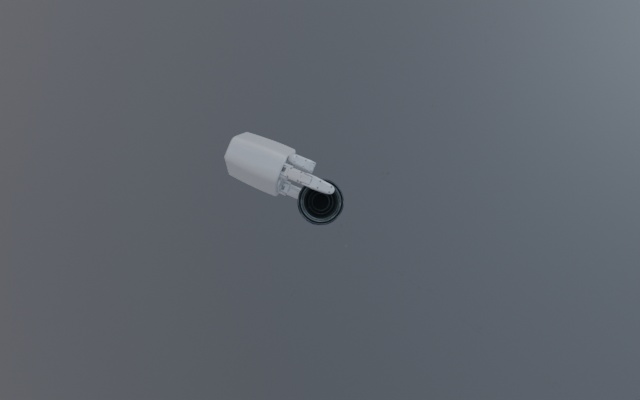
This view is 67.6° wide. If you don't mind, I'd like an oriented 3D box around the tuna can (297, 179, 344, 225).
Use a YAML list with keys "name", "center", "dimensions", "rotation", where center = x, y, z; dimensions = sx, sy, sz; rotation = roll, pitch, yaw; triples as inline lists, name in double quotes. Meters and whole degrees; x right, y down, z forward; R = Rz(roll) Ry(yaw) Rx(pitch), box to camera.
- name: "tuna can"
  center: [0.000, 0.003, 0.876]
  dimensions: [0.086, 0.086, 0.034]
  rotation: [0, -3, -2]
